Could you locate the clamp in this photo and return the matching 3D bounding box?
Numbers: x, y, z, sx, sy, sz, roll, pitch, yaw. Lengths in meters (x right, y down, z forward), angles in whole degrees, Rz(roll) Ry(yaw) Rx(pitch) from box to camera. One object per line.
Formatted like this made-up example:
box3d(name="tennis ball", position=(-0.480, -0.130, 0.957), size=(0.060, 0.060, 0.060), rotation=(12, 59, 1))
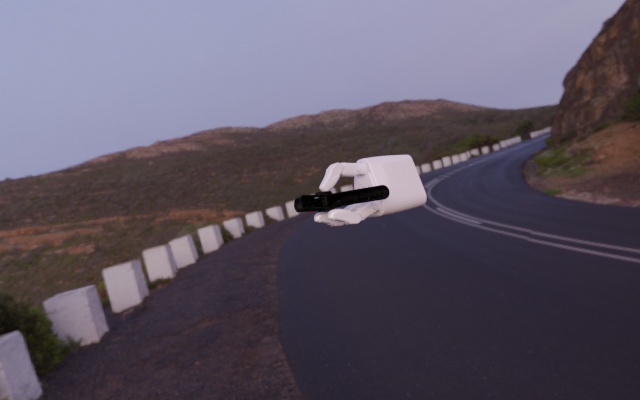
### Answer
box3d(name="clamp", position=(0.000, 0.002, 0.848), size=(0.164, 0.036, 0.210), rotation=(-6, -2, -27))
